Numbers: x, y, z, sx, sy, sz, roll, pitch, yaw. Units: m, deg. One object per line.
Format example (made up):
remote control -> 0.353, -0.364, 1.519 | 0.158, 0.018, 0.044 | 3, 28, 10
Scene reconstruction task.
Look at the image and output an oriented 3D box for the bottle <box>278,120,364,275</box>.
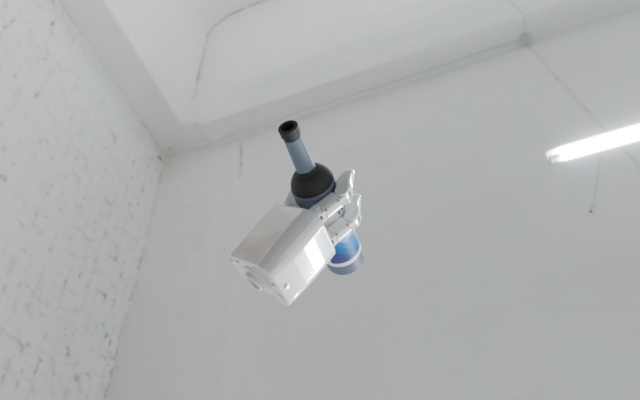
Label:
bottle -> 0.000, 0.002, 0.722 | 0.069, 0.069, 0.296 | 0, -42, 23
